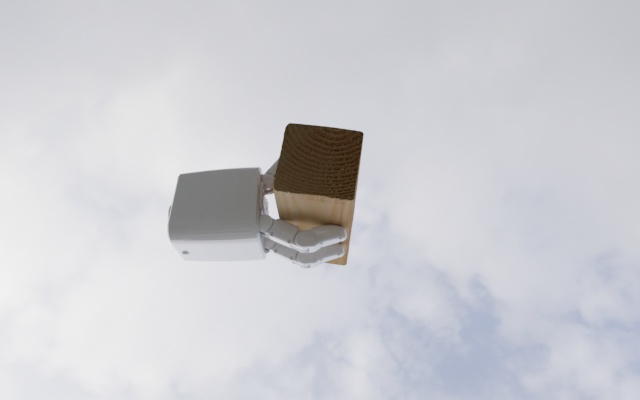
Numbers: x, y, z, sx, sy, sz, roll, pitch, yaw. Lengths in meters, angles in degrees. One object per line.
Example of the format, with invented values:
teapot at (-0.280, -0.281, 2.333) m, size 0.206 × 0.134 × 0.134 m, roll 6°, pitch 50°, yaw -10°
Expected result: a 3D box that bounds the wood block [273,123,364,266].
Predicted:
wood block at (0.000, 0.002, 0.608) m, size 0.090 × 0.090 × 0.206 m, roll 7°, pitch -26°, yaw 4°
